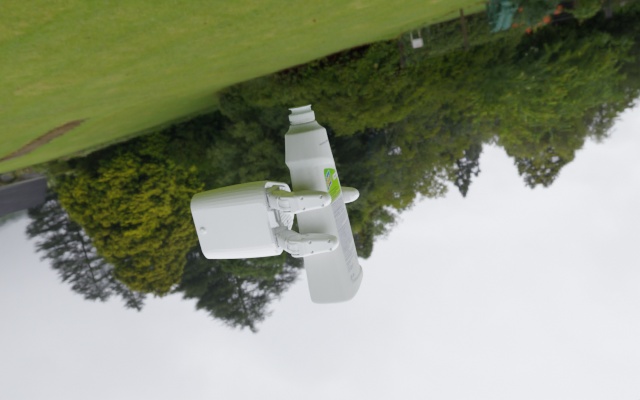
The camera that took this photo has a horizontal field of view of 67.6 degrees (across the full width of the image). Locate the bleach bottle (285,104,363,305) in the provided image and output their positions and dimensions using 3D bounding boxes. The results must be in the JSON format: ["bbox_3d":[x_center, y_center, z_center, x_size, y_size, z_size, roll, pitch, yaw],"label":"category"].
[{"bbox_3d":[0.000,0.002,0.622,0.068,0.251,0.102,-7,15,14],"label":"bleach bottle"}]
